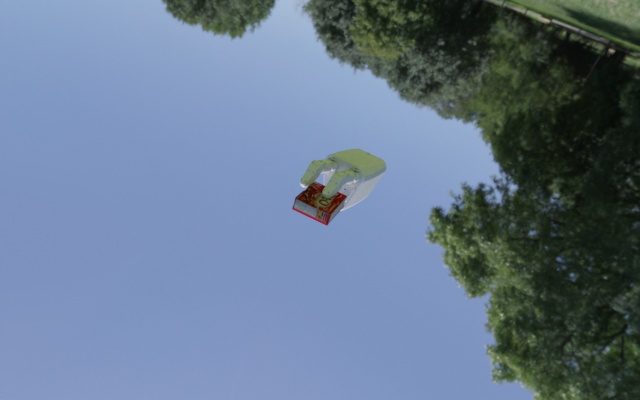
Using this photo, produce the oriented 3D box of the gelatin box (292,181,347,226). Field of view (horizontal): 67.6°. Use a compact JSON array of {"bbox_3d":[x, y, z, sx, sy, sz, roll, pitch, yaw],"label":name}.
[{"bbox_3d":[0.000,0.003,0.885,0.073,0.030,0.089,25,32,13],"label":"gelatin box"}]
